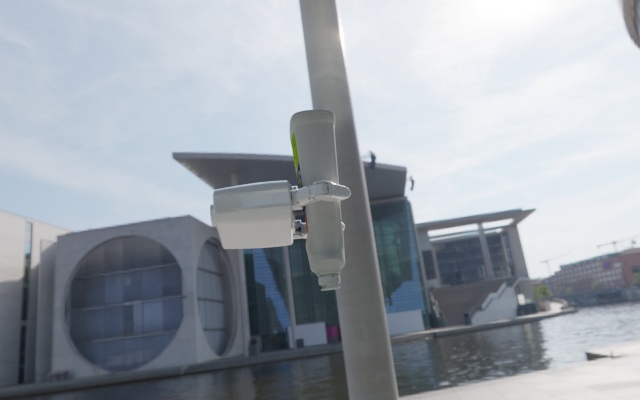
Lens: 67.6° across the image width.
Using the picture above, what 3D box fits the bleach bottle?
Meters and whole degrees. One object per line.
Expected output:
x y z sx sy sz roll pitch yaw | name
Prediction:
0.000 0.002 0.696 0.068 0.250 0.102 -5 -16 -7 | bleach bottle
